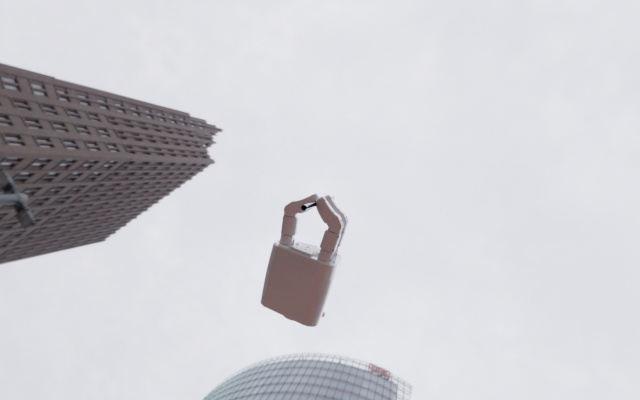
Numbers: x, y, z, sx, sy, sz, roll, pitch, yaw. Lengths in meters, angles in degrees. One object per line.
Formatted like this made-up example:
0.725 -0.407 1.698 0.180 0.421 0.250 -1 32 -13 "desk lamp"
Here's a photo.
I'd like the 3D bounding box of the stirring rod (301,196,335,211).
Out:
0.000 0.003 0.775 0.011 0.011 0.239 0 4 11 "stirring rod"
